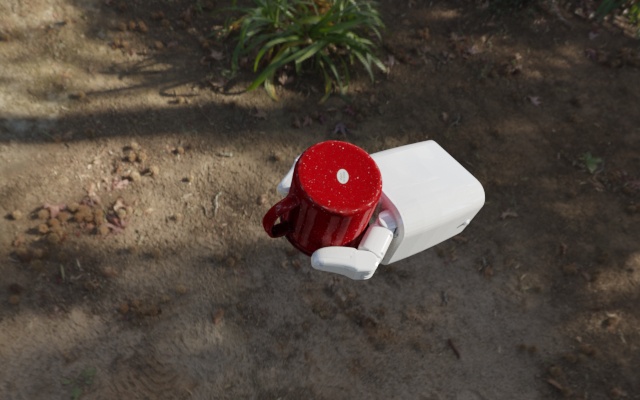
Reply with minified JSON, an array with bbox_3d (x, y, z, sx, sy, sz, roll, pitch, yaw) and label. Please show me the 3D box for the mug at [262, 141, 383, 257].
[{"bbox_3d":[-0.001,0.002,0.448,0.117,0.093,0.081,-19,-26,-21],"label":"mug"}]
